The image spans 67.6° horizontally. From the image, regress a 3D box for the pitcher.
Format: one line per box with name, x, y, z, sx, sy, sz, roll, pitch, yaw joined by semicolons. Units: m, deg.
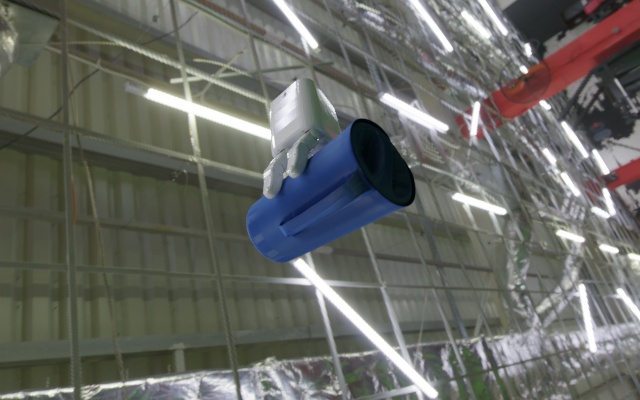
pitcher;0.000;0.002;0.684;0.149;0.145;0.243;23;-43;-40
